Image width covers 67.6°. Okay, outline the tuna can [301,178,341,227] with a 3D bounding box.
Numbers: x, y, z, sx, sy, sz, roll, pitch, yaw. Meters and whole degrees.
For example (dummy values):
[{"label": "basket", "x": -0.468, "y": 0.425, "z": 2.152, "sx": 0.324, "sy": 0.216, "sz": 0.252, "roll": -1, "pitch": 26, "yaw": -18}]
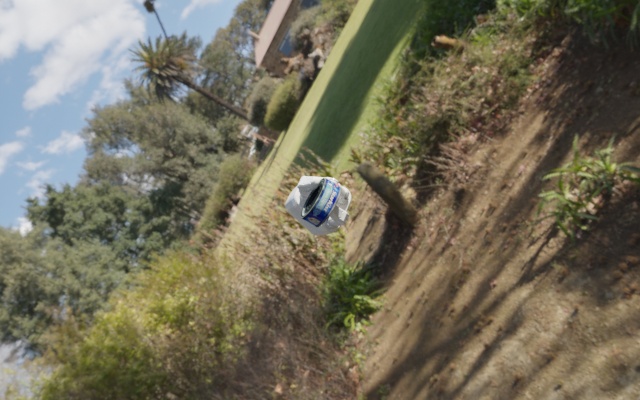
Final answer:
[{"label": "tuna can", "x": 0.000, "y": 0.002, "z": 0.852, "sx": 0.034, "sy": 0.086, "sz": 0.086, "roll": 30, "pitch": -7, "yaw": -13}]
